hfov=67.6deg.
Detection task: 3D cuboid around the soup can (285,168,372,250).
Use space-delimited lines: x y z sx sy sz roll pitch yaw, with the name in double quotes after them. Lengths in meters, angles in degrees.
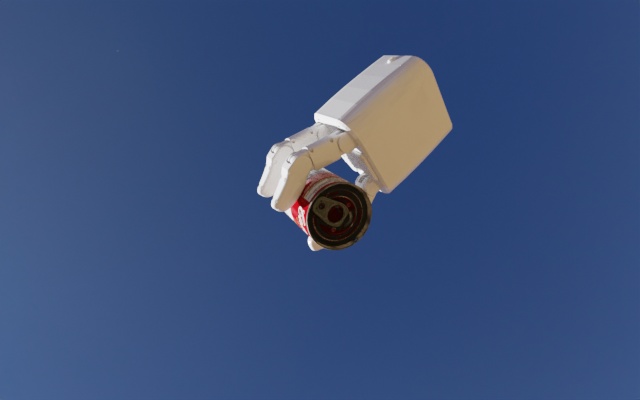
0.000 0.002 0.498 0.068 0.068 0.102 0 16 -23 "soup can"
